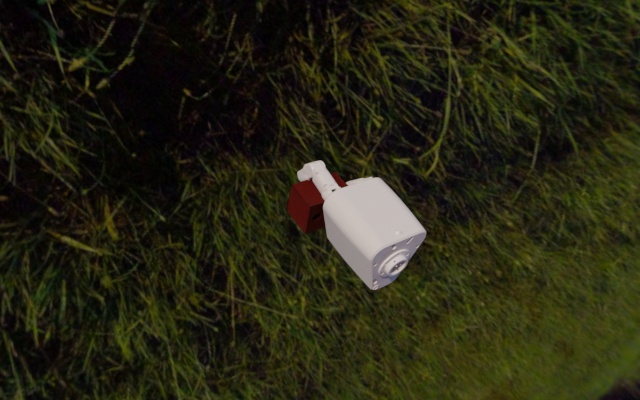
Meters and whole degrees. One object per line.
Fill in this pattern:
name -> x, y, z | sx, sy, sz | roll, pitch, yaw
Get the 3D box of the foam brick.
foam brick -> 0.000, 0.002, 0.676 | 0.078, 0.053, 0.051 | -18, 52, -28
